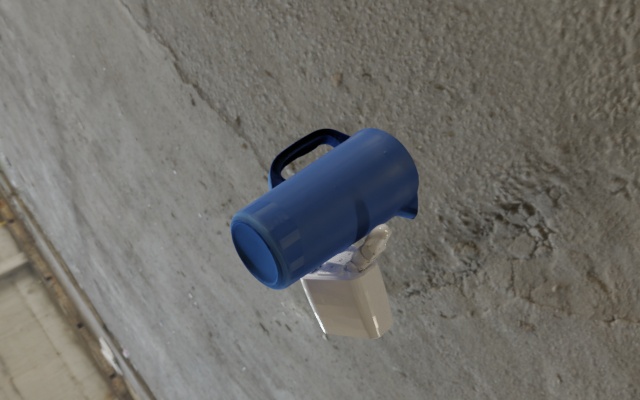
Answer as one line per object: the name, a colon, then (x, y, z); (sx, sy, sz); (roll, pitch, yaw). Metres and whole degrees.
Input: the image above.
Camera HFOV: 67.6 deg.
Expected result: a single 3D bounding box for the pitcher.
pitcher: (0.000, 0.002, 0.630); (0.242, 0.145, 0.149); (-32, 25, -33)
